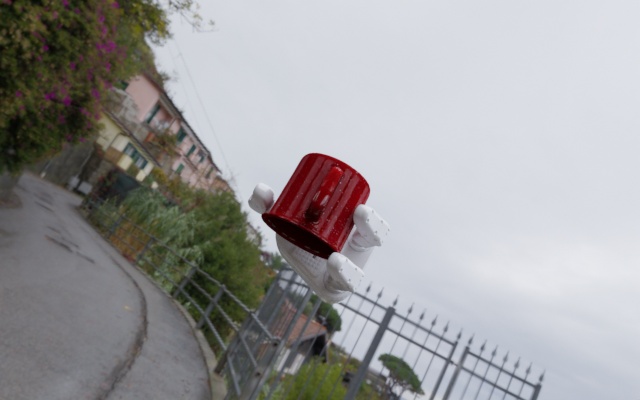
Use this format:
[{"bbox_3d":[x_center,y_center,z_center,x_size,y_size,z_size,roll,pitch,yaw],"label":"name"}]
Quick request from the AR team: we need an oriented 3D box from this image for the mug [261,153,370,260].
[{"bbox_3d":[0.000,0.001,0.478,0.093,0.081,0.117,28,-17,4],"label":"mug"}]
